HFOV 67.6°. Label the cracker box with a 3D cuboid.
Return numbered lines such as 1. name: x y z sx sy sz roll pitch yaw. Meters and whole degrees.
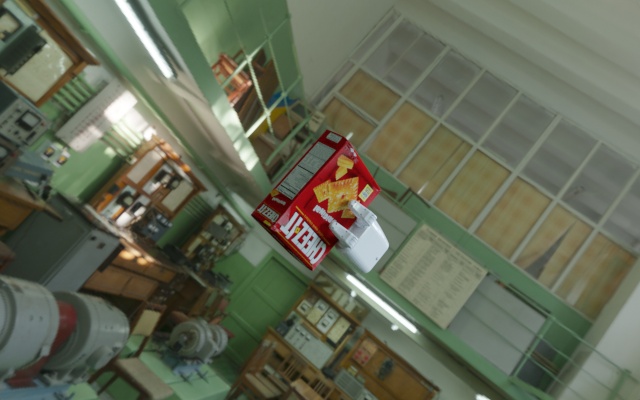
1. cracker box: 0.000 0.003 0.892 0.072 0.213 0.164 31 -15 43
